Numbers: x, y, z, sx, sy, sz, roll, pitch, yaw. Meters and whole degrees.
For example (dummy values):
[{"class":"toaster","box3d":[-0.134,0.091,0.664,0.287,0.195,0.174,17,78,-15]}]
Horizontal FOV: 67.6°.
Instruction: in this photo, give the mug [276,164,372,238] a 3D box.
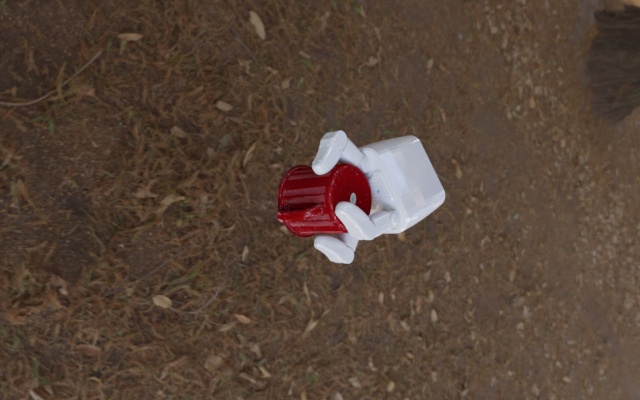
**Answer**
[{"class":"mug","box3d":[-0.001,0.002,0.570,0.081,0.093,0.117,-4,11,44]}]
